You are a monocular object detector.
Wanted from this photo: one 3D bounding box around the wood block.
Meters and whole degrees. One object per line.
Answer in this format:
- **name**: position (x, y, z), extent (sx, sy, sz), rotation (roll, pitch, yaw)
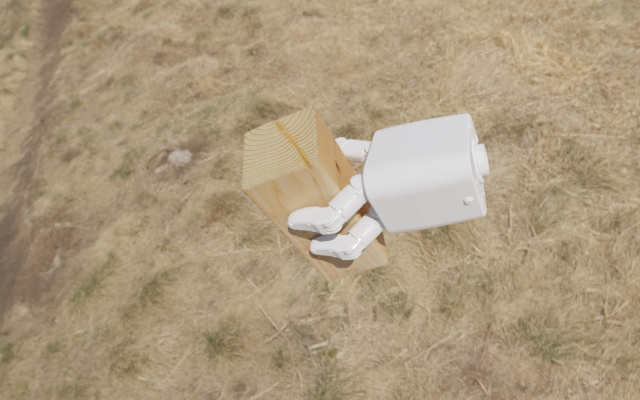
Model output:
- **wood block**: position (0.000, 0.001, 0.570), extent (0.090, 0.090, 0.206), rotation (-19, -43, 17)
